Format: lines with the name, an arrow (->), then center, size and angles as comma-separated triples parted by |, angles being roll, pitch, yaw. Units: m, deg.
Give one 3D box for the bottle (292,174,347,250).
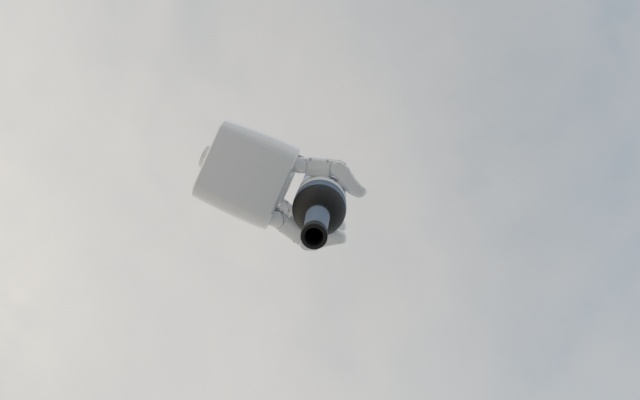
bottle -> 0.000, 0.002, 0.616 | 0.069, 0.069, 0.295 | 0, 13, 3
